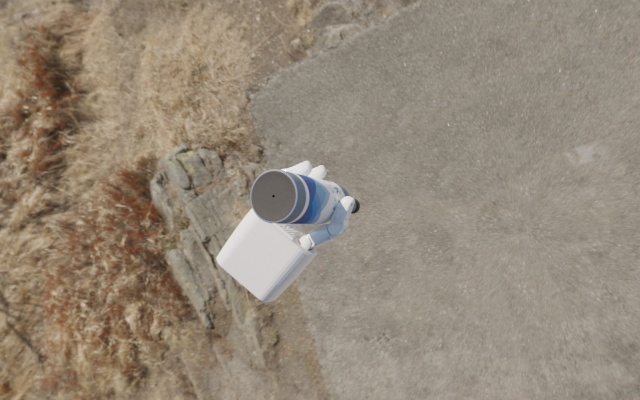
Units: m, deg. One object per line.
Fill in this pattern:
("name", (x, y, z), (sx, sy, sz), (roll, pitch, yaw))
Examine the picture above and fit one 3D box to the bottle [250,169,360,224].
("bottle", (0.000, 0.002, 0.715), (0.069, 0.069, 0.296), (0, -3, 23))
